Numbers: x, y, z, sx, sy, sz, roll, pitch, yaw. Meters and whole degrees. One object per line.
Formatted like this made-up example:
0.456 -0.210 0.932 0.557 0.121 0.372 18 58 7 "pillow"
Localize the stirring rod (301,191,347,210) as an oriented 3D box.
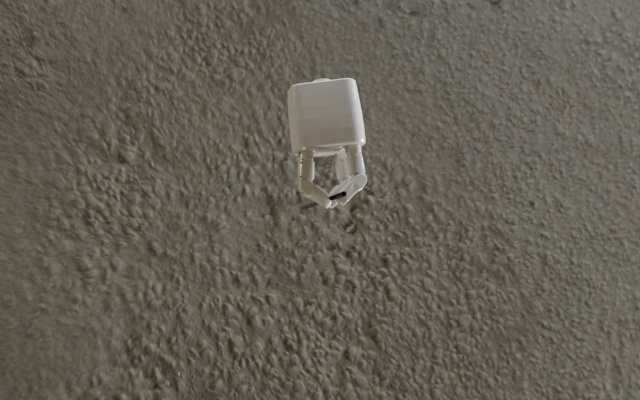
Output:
0.000 0.003 0.814 0.011 0.011 0.239 0 -6 -17 "stirring rod"
